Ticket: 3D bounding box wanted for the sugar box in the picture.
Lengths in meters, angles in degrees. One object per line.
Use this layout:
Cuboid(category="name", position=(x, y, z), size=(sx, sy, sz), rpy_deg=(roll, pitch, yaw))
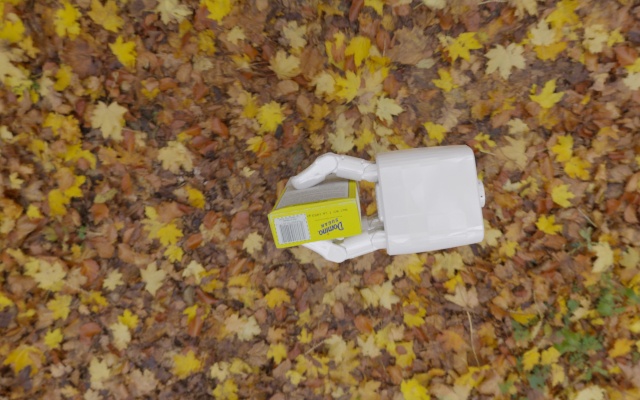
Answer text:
Cuboid(category="sugar box", position=(0.000, 0.002, 0.566), size=(0.093, 0.048, 0.176), rpy_deg=(-9, 12, 7))
